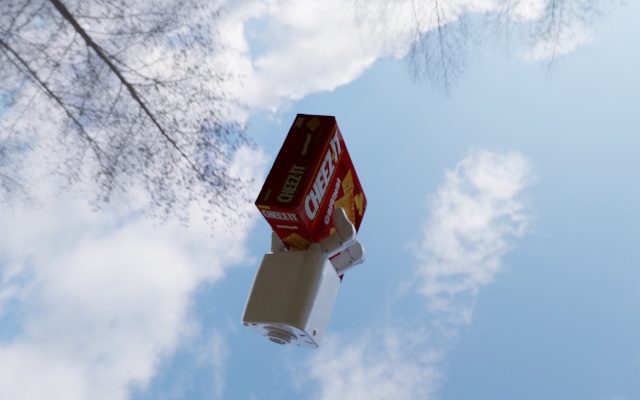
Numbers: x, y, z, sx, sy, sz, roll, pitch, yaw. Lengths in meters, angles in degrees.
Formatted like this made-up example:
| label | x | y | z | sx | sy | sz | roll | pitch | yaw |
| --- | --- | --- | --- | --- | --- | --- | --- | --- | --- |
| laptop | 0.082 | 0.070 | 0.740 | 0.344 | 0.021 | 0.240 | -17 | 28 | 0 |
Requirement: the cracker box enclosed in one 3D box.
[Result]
| label | x | y | z | sx | sy | sz | roll | pitch | yaw |
| --- | --- | --- | --- | --- | --- | --- | --- | --- | --- |
| cracker box | 0.000 | 0.002 | 0.721 | 0.072 | 0.164 | 0.214 | 7 | -32 | 25 |
